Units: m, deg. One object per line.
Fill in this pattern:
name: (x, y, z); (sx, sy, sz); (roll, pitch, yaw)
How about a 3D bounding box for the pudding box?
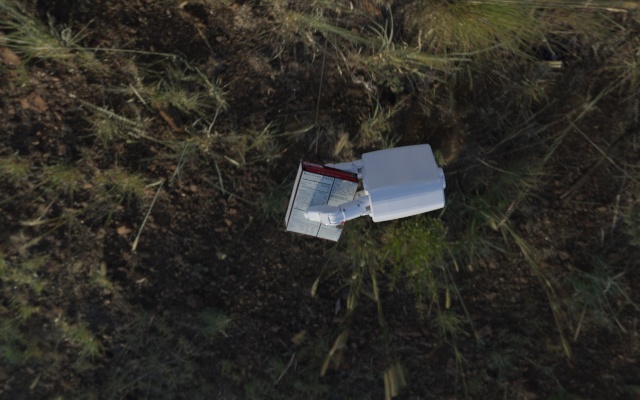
pudding box: (0.000, 0.002, 0.731); (0.090, 0.113, 0.039); (13, 26, -9)
